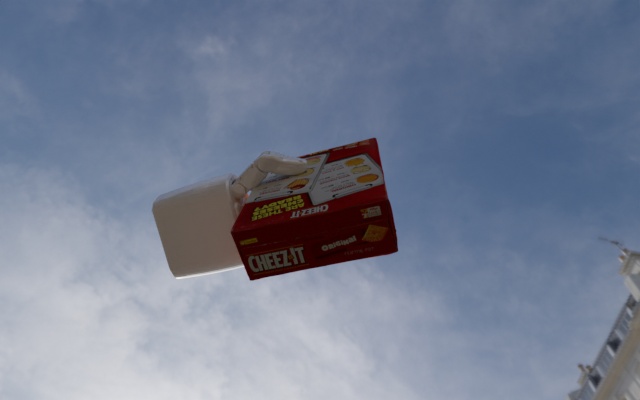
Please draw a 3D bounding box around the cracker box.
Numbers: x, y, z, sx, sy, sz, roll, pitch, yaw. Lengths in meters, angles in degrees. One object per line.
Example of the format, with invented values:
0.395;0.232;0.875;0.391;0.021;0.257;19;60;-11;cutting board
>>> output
0.000;0.002;0.576;0.164;0.072;0.213;-13;22;9;cracker box
